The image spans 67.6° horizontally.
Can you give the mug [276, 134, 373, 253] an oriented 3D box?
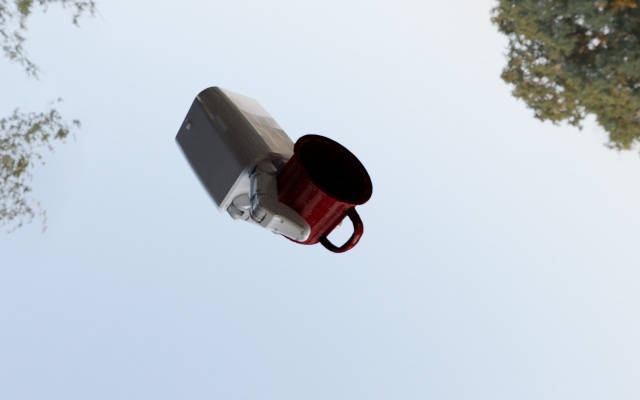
[{"bbox_3d":[0.001,0.003,0.489,0.093,0.117,0.081,-15,-28,-49],"label":"mug"}]
